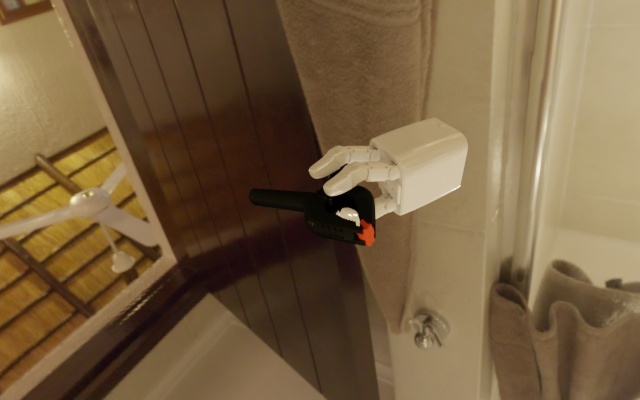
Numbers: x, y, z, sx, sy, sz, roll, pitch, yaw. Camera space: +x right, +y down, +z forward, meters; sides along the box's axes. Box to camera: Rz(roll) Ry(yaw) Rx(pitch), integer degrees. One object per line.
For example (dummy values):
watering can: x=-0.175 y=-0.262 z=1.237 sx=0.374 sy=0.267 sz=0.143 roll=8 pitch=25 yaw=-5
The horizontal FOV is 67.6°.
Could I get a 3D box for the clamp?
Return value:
clamp: x=0.001 y=0.003 z=0.644 sx=0.164 sy=0.036 sz=0.210 roll=-25 pitch=36 yaw=-10
